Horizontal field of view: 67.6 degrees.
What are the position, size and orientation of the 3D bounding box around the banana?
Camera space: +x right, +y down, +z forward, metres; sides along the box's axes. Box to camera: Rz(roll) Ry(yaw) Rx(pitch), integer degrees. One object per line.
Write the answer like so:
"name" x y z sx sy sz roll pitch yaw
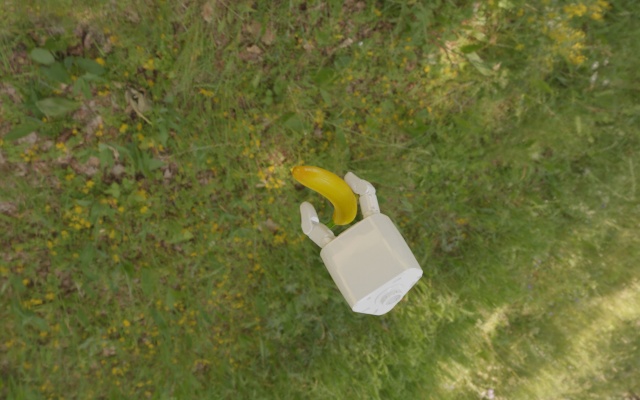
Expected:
"banana" 0.018 -0.004 0.754 0.069 0.037 0.198 -26 -34 3
